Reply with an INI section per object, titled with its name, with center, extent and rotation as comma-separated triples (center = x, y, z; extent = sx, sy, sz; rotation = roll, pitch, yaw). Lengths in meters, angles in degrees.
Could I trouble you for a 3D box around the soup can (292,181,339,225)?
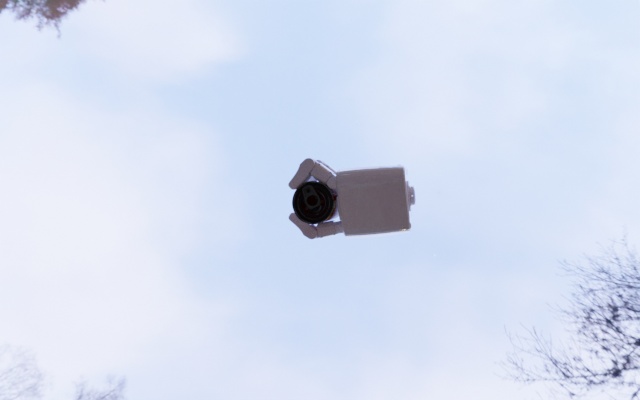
[soup can]
center = 0.000, 0.003, 0.790
extent = 0.068, 0.068, 0.102
rotation = 0, 1, 14
